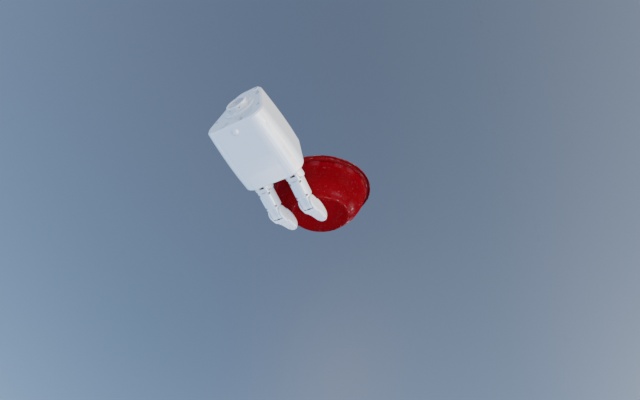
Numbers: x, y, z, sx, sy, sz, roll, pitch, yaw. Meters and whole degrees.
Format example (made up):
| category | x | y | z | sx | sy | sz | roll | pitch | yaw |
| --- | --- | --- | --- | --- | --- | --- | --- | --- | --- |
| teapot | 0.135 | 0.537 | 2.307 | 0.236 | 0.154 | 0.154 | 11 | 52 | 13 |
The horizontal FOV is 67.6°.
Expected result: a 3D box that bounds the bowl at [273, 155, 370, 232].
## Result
| category | x | y | z | sx | sy | sz | roll | pitch | yaw |
| --- | --- | --- | --- | --- | --- | --- | --- | --- | --- |
| bowl | 0.001 | 0.003 | 0.769 | 0.162 | 0.055 | 0.162 | 1 | -39 | 1 |
